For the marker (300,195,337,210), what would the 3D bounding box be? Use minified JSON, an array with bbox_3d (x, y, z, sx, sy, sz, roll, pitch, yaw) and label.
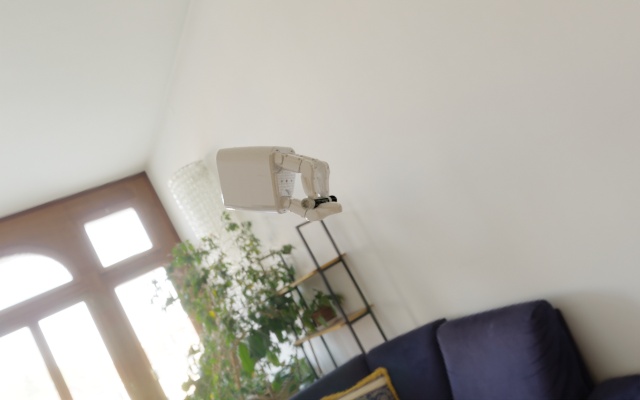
[{"bbox_3d":[0.000,0.003,0.785,0.020,0.020,0.121,0,3,22],"label":"marker"}]
